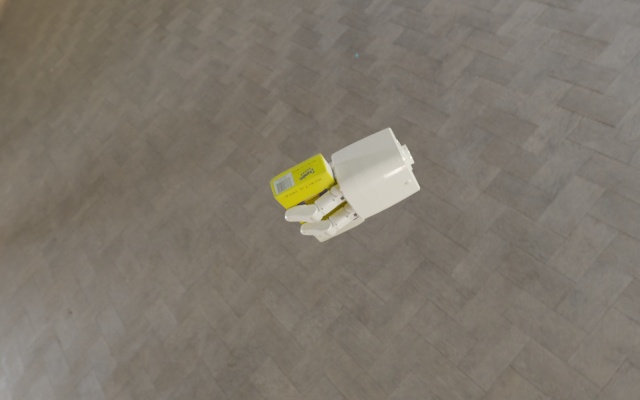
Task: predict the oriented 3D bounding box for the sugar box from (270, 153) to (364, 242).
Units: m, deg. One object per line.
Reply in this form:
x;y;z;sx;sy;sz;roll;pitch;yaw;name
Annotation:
0.000;0.003;0.791;0.093;0.048;0.176;-27;-38;12;sugar box
